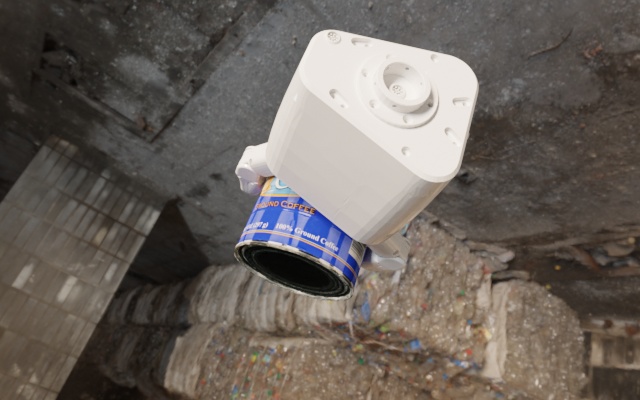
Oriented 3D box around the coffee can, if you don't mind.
[{"bbox_3d":[0.000,0.001,0.415,0.103,0.140,0.103,17,-27,9],"label":"coffee can"}]
